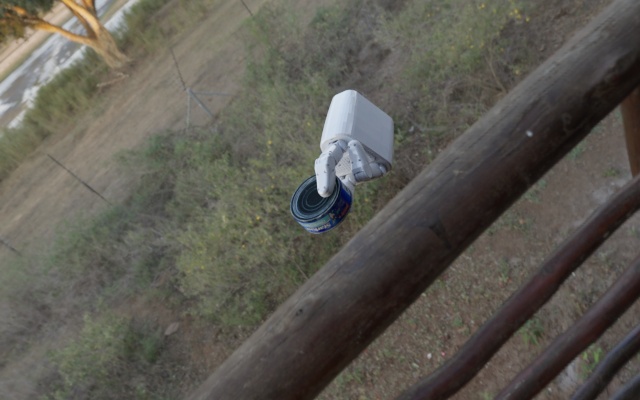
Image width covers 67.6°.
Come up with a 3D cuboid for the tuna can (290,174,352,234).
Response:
[{"bbox_3d":[0.000,0.002,0.674,0.086,0.086,0.034,0,-33,39],"label":"tuna can"}]
